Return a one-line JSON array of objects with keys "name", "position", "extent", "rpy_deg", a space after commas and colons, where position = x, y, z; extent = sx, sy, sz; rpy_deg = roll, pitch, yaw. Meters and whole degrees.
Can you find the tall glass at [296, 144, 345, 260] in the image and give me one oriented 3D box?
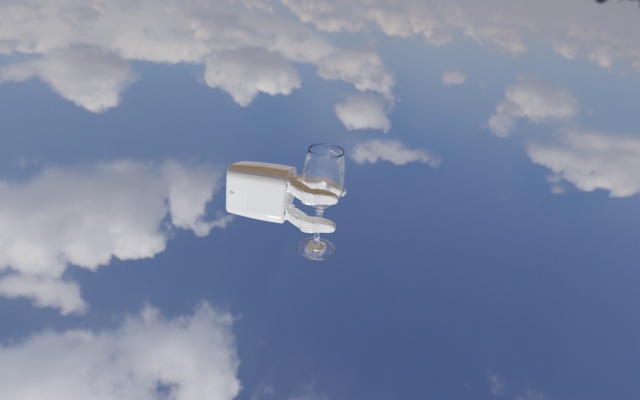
[{"name": "tall glass", "position": [0.000, 0.003, 0.854], "extent": [0.079, 0.201, 0.079], "rpy_deg": [5, 27, -3]}]
